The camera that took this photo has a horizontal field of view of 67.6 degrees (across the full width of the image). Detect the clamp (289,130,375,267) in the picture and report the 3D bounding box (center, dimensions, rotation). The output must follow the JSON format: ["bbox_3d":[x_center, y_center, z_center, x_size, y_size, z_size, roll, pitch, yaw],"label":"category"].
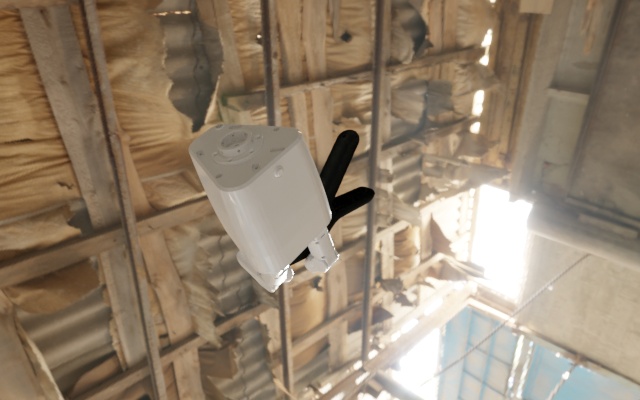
[{"bbox_3d":[0.000,0.002,0.542,0.039,0.120,0.171,23,55,37],"label":"clamp"}]
